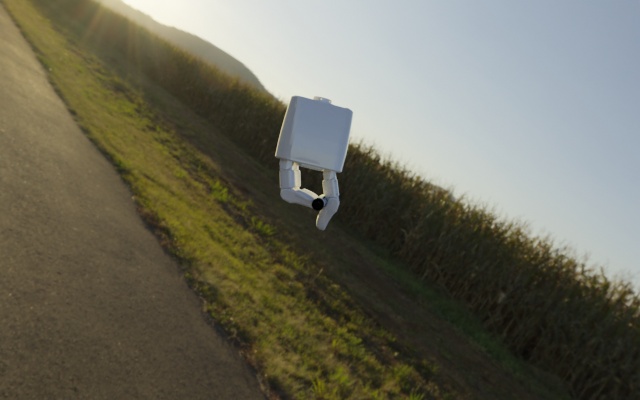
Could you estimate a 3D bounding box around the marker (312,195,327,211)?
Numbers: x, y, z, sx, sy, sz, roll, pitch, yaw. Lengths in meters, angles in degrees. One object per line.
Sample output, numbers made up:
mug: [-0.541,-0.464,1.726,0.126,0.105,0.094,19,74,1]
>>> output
marker: [0.000,0.003,0.770,0.020,0.020,0.121,0,3,5]
